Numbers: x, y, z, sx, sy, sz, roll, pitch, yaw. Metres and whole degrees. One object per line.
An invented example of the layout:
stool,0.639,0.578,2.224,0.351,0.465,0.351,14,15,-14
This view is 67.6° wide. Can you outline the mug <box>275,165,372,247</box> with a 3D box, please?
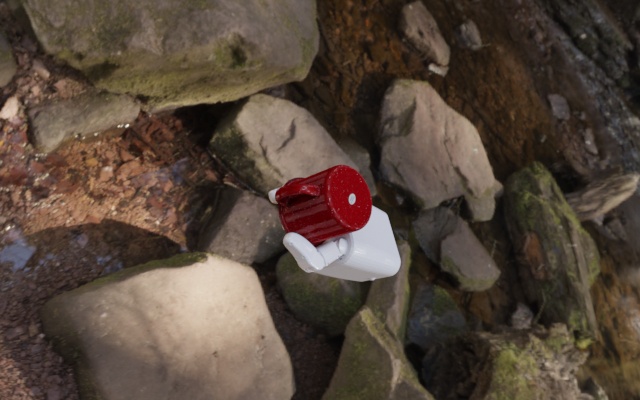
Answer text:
mug,-0.001,0.001,0.577,0.117,0.093,0.081,21,-29,-39
